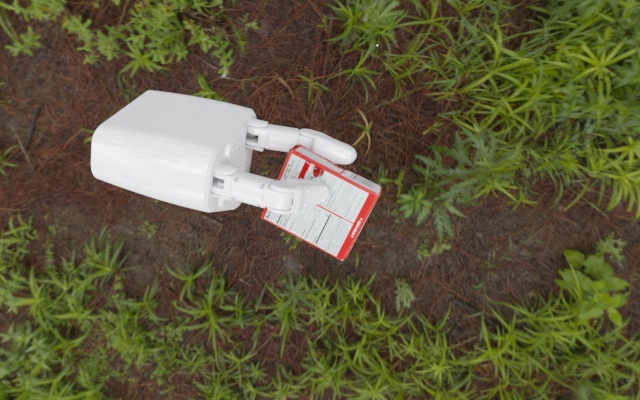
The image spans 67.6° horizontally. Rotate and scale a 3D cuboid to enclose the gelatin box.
[{"bbox_3d":[0.000,0.002,0.436,0.089,0.073,0.030,28,21,6],"label":"gelatin box"}]
